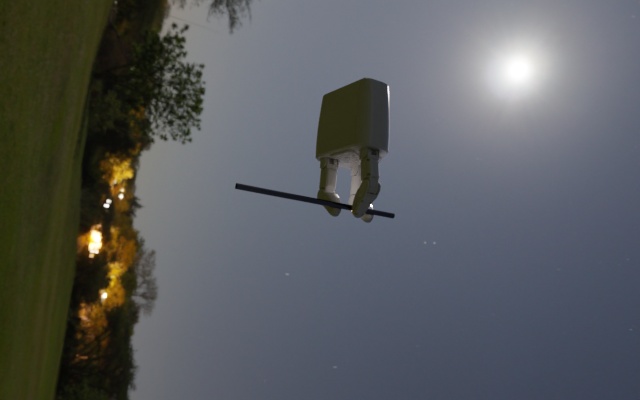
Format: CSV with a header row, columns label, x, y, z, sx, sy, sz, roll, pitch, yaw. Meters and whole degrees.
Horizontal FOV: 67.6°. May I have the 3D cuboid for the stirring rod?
label,x,y,z,sx,sy,sz,roll,pitch,yaw
stirring rod,0.000,0.002,0.658,0.239,0.011,0.011,11,-5,-24
